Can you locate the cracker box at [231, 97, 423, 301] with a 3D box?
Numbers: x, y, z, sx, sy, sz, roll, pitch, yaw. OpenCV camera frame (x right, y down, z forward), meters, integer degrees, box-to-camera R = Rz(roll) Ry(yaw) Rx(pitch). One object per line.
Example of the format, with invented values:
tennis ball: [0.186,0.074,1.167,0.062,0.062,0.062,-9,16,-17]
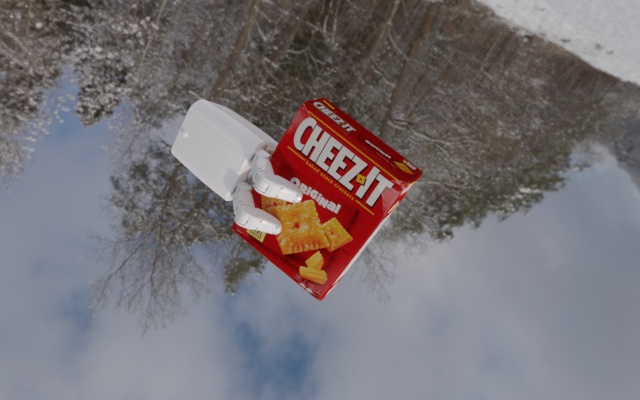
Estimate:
cracker box: [0.000,0.002,0.625,0.164,0.214,0.072,39,27,10]
